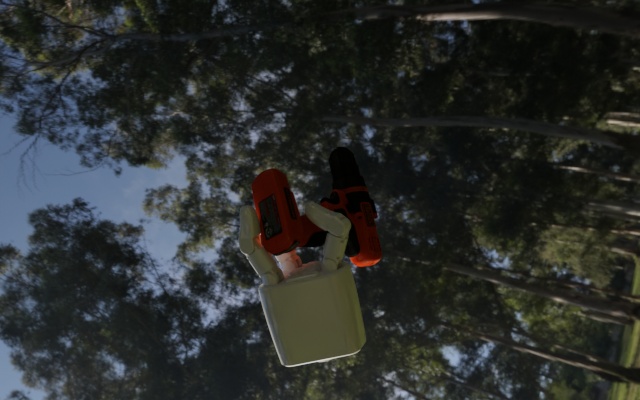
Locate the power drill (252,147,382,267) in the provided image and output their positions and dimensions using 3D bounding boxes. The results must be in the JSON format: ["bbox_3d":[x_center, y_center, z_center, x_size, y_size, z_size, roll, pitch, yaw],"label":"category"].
[{"bbox_3d":[0.000,0.002,0.654,0.187,0.184,0.057,3,-25,-42],"label":"power drill"}]
